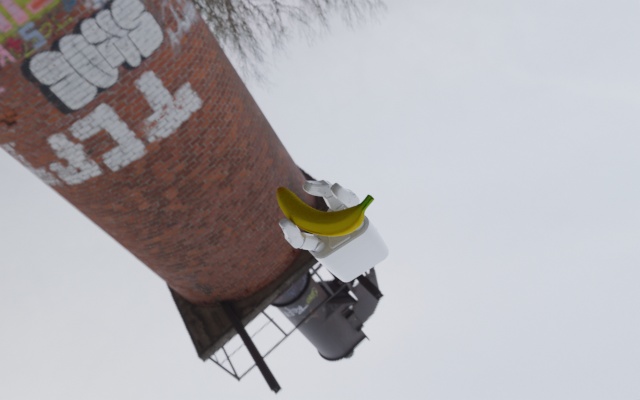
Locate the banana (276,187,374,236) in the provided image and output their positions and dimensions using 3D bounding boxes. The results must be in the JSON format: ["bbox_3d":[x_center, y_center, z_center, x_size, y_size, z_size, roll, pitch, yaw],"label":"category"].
[{"bbox_3d":[-0.004,0.019,0.744,0.198,0.069,0.037,7,-23,40],"label":"banana"}]
